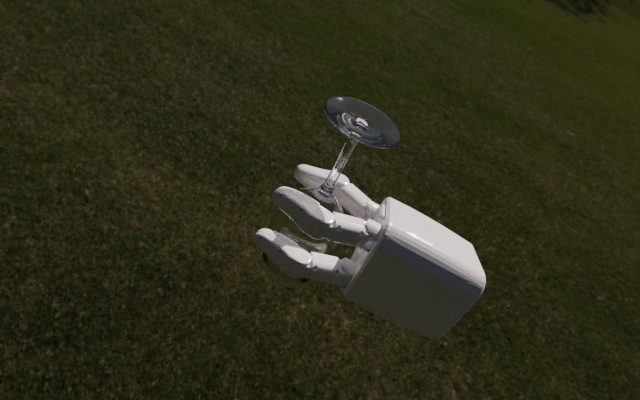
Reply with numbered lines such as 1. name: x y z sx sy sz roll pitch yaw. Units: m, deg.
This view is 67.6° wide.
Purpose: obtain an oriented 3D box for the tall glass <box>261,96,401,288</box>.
1. tall glass: 0.000 0.001 0.476 0.079 0.201 0.079 18 37 -14
